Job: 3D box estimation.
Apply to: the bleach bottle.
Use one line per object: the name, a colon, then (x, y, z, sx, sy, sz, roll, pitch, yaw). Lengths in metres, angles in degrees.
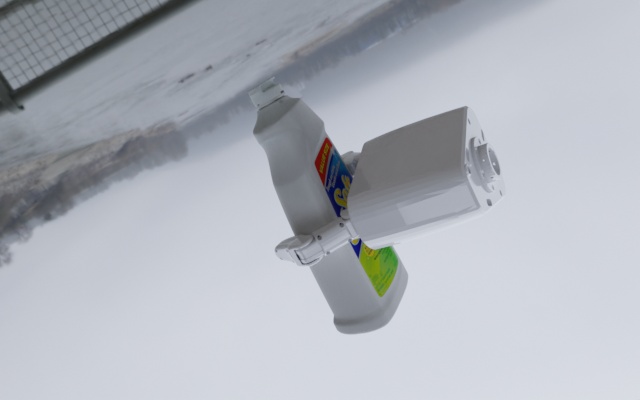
bleach bottle: (0.000, 0.002, 0.469, 0.068, 0.251, 0.102, -19, 18, 34)
